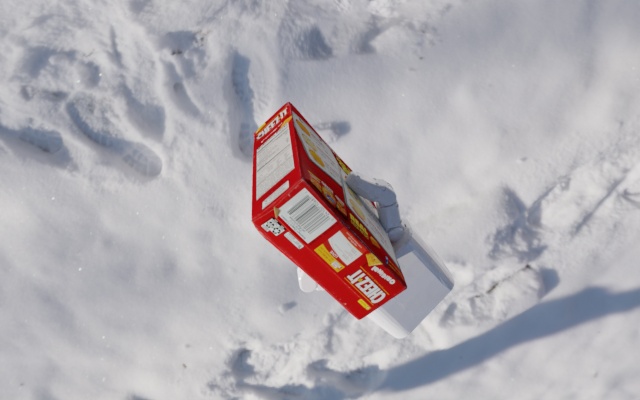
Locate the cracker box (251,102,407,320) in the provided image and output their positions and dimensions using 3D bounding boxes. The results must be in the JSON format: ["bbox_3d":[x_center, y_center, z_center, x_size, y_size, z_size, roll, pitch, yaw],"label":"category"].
[{"bbox_3d":[0.000,0.002,0.528,0.072,0.164,0.213,-38,27,13],"label":"cracker box"}]
